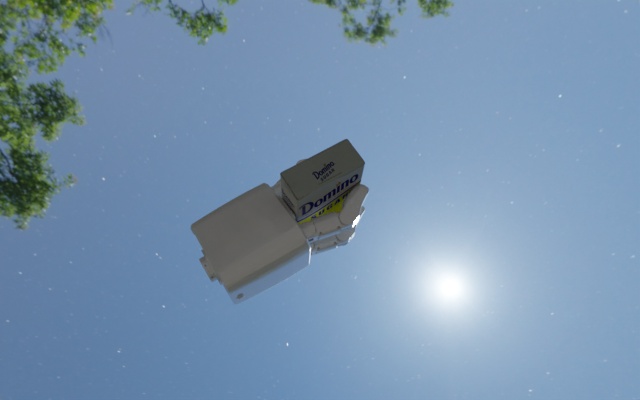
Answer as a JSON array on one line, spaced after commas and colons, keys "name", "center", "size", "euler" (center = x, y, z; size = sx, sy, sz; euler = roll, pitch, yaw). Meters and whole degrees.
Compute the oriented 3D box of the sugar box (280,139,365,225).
[{"name": "sugar box", "center": [0.000, 0.003, 0.608], "size": [0.093, 0.048, 0.176], "euler": [-29, -19, -14]}]
